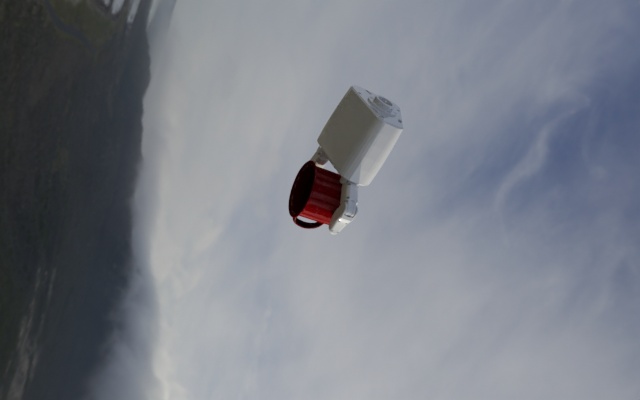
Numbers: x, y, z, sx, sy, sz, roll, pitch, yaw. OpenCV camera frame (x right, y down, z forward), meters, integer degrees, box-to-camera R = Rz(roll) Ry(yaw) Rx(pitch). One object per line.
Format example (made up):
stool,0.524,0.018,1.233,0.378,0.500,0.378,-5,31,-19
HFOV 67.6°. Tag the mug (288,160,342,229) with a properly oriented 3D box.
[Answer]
mug,0.000,0.004,0.756,0.081,0.117,0.093,19,33,-22
